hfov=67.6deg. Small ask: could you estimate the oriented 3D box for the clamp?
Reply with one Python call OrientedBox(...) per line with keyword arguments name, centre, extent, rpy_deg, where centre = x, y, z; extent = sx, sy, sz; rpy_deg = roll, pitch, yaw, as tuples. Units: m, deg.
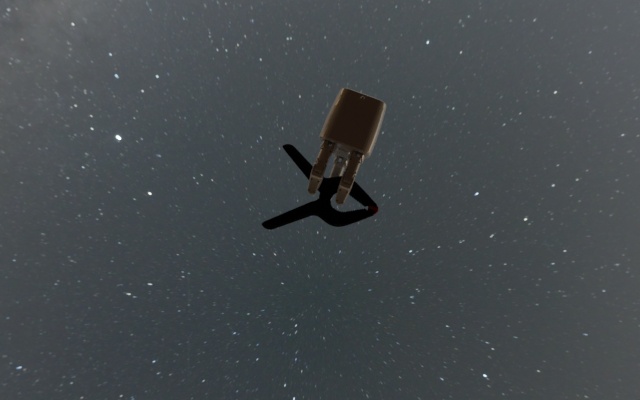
OrientedBox(name="clamp", centre=(0.001, 0.003, 0.887), extent=(0.210, 0.164, 0.036), rpy_deg=(21, -7, 4))
